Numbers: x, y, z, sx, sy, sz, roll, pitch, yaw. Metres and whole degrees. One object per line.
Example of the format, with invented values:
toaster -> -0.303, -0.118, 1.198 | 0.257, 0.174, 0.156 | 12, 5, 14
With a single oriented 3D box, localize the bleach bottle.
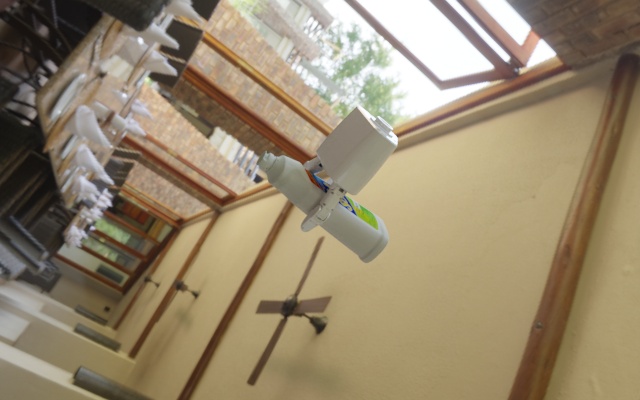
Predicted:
bleach bottle -> 0.000, 0.003, 0.811 | 0.251, 0.068, 0.102 | 35, 19, -19
